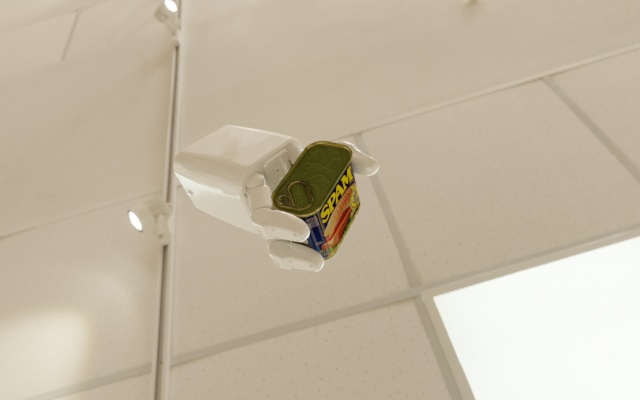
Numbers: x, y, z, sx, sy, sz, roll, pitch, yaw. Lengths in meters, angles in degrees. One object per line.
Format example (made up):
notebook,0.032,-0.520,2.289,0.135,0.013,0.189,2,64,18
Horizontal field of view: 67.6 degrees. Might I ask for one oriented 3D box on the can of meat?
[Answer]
can of meat,0.000,0.002,0.513,0.057,0.102,0.084,15,-35,27
